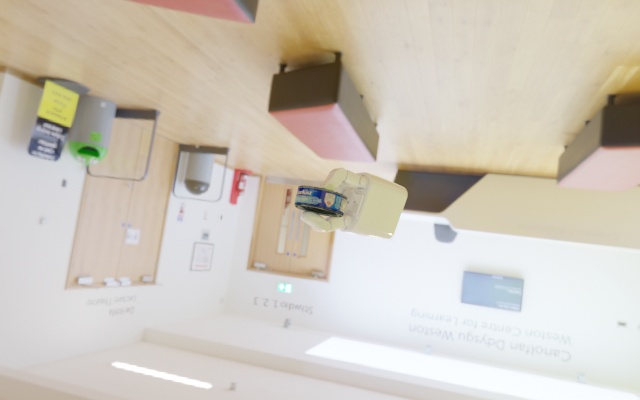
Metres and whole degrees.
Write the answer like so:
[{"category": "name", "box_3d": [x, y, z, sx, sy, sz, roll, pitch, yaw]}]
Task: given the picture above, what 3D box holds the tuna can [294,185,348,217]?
[{"category": "tuna can", "box_3d": [0.000, 0.003, 0.799, 0.086, 0.033, 0.086, 12, -9, 2]}]
